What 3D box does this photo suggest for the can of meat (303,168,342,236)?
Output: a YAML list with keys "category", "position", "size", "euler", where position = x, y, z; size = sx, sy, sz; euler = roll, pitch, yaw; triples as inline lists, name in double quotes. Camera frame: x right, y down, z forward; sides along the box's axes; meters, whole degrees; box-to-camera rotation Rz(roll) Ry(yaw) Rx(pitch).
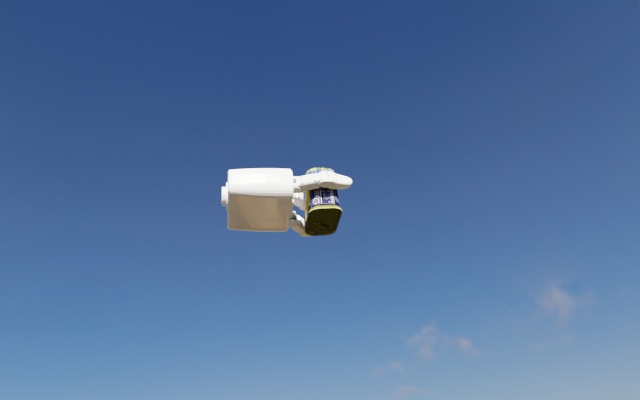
- category: "can of meat"
  position: [0.000, 0.002, 0.844]
  size: [0.057, 0.084, 0.102]
  euler: [-2, -30, -9]
